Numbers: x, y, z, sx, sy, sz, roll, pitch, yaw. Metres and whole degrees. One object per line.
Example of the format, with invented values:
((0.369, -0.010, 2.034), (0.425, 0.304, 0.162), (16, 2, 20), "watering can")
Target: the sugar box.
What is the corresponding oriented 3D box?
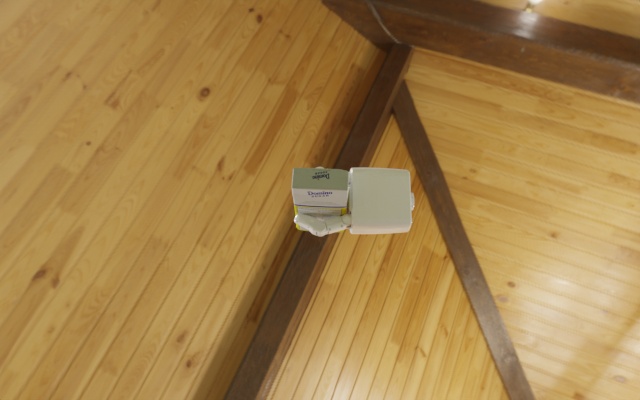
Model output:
((0.000, 0.002, 0.847), (0.093, 0.048, 0.176), (3, -28, 1), "sugar box")
